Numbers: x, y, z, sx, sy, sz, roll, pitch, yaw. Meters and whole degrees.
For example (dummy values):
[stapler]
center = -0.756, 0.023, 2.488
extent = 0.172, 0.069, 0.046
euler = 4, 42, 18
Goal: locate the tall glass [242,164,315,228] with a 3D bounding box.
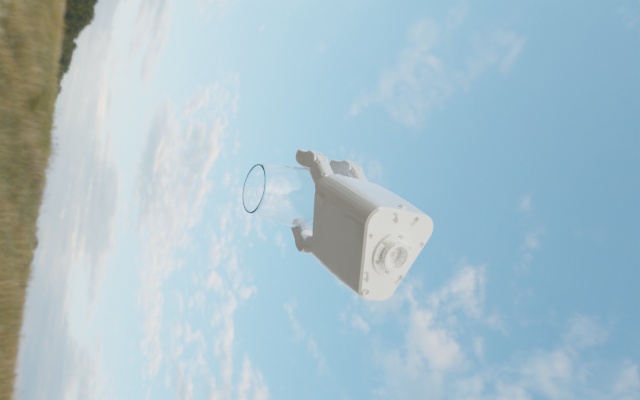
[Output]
[tall glass]
center = 0.001, 0.002, 0.637
extent = 0.201, 0.079, 0.079
euler = 12, -6, -32
